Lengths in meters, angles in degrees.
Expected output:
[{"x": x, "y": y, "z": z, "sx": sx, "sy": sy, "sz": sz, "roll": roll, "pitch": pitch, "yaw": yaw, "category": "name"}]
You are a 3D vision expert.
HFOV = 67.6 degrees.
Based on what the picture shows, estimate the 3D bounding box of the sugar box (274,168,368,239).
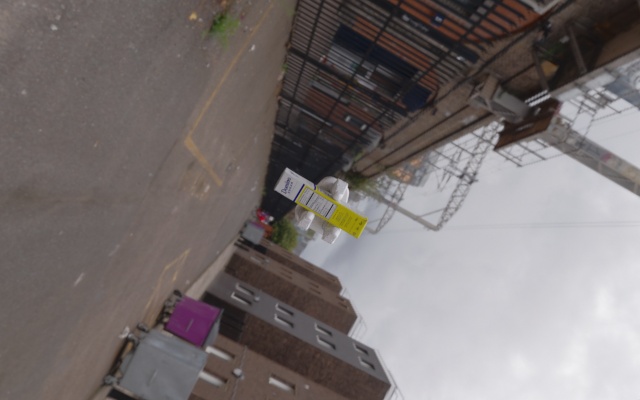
[{"x": 0.000, "y": 0.003, "z": 0.886, "sx": 0.176, "sy": 0.048, "sz": 0.093, "roll": 28, "pitch": 6, "yaw": -5, "category": "sugar box"}]
